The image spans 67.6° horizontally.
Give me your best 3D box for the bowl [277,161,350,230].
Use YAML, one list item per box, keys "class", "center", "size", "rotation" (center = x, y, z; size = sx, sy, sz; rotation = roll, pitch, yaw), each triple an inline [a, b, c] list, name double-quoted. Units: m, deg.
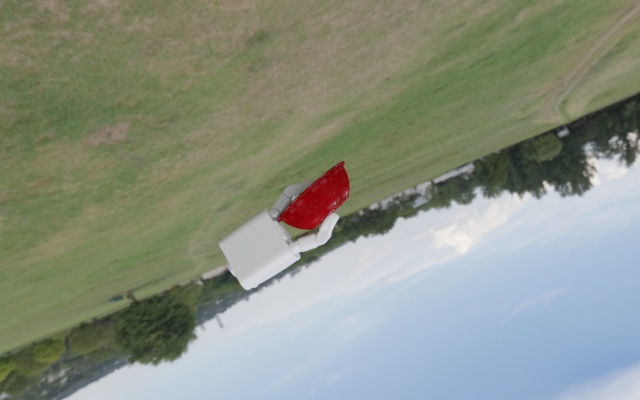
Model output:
- class: "bowl"
  center: [0.001, 0.002, 0.854]
  size: [0.162, 0.055, 0.162]
  rotation: [-42, -4, -4]
